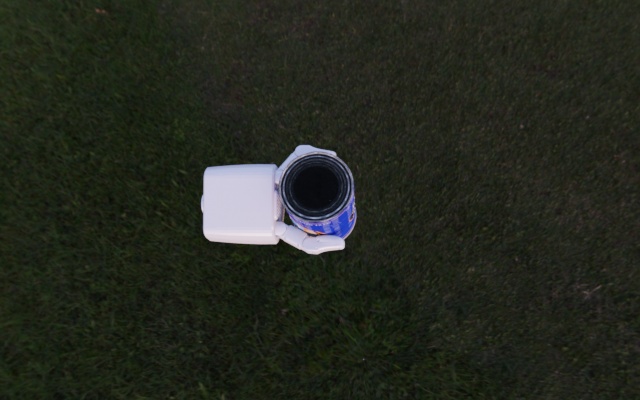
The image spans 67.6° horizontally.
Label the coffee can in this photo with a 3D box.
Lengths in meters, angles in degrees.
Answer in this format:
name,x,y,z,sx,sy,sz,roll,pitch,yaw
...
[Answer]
name,x,y,z,sx,sy,sz,roll,pitch,yaw
coffee can,0.000,0.002,0.706,0.103,0.102,0.140,0,-18,5
